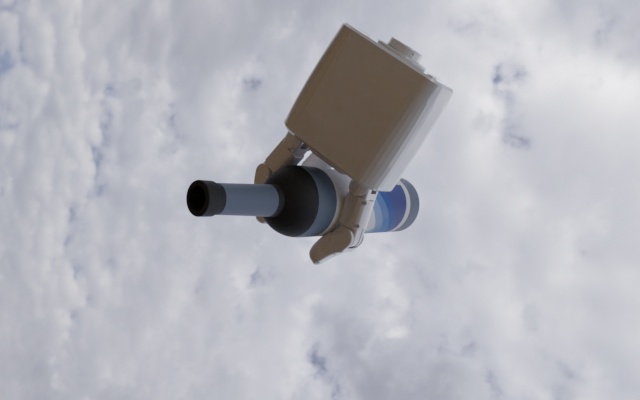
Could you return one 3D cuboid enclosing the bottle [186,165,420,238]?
[{"bbox_3d":[0.000,0.002,0.466,0.069,0.069,0.296,0,-1,38],"label":"bottle"}]
